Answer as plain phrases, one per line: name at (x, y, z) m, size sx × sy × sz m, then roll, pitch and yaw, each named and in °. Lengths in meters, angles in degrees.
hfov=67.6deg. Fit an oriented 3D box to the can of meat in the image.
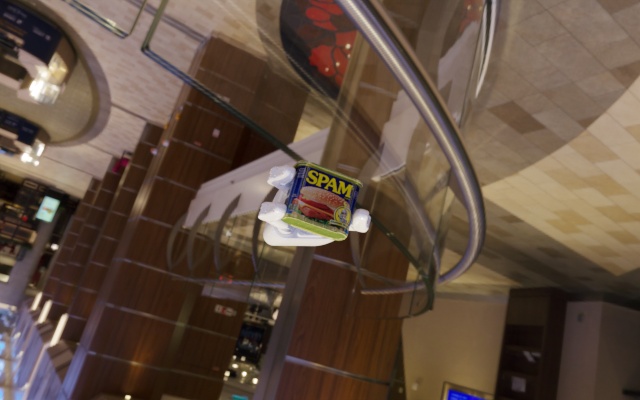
can of meat at (0.000, 0.003, 0.679) m, size 0.102 × 0.084 × 0.057 m, roll 20°, pitch -17°, yaw -14°
